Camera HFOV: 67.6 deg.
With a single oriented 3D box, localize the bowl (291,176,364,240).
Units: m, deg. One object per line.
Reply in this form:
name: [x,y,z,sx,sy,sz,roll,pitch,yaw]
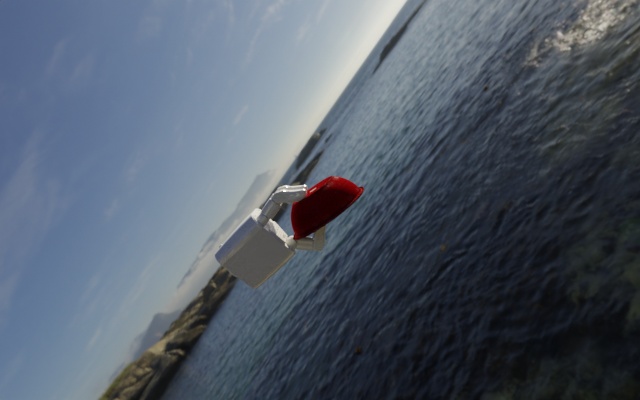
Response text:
bowl: [0.001,0.002,0.882,0.162,0.055,0.162,-35,8,5]
